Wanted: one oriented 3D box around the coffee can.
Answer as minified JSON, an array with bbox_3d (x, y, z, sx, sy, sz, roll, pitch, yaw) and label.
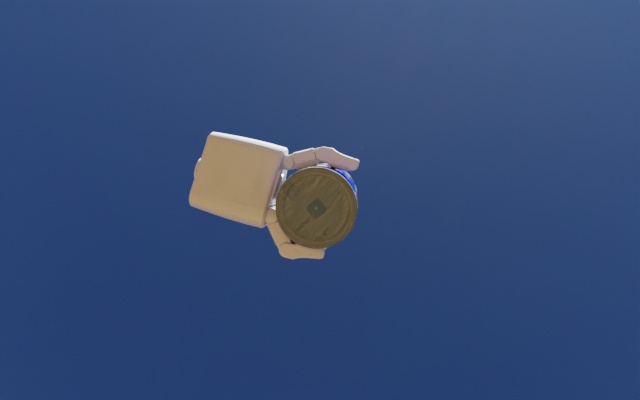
[{"bbox_3d":[0.000,0.002,0.659,0.103,0.103,0.140,0,6,5],"label":"coffee can"}]
